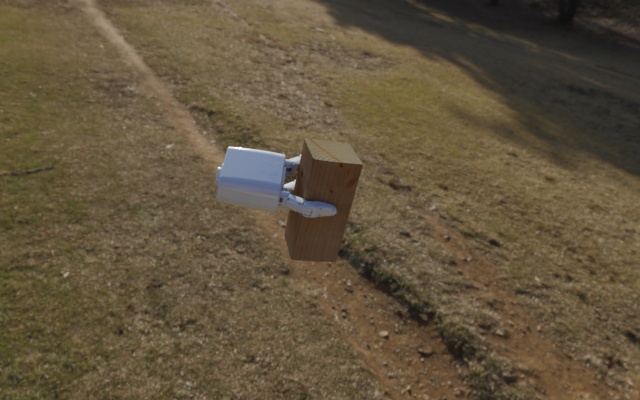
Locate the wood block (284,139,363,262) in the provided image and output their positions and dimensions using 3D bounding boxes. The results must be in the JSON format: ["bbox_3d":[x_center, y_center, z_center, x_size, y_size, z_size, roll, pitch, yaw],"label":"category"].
[{"bbox_3d":[0.000,0.003,0.876,0.090,0.206,0.090,4,29,-17],"label":"wood block"}]
